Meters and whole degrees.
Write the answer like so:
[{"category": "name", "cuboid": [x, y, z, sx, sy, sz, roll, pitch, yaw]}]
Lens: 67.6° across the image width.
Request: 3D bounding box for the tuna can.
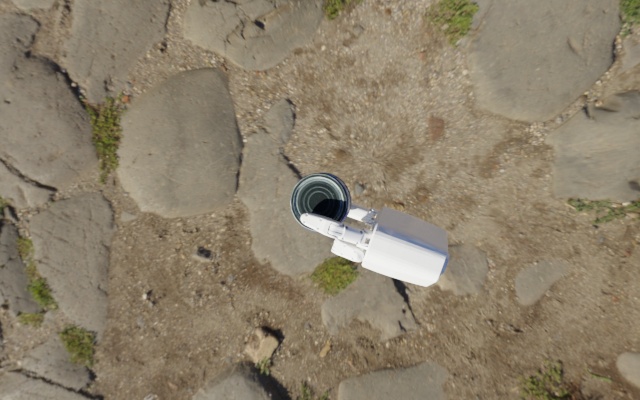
[{"category": "tuna can", "cuboid": [0.000, 0.002, 0.691, 0.086, 0.086, 0.034, 0, 3, 11]}]
